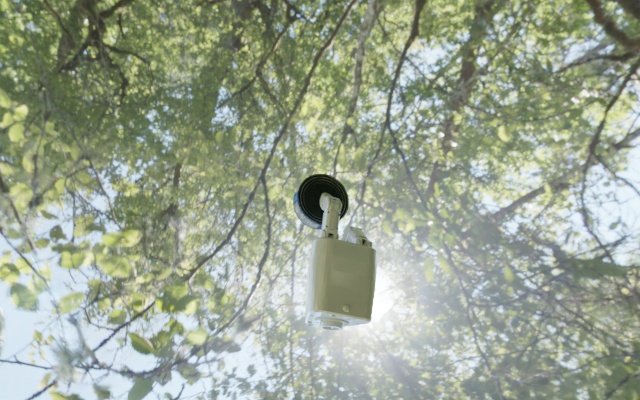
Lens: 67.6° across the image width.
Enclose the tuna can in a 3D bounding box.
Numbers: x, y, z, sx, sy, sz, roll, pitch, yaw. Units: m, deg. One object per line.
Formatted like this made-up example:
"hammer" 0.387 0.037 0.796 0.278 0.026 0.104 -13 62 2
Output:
"tuna can" 0.000 0.003 0.765 0.086 0.086 0.034 0 -19 -20
